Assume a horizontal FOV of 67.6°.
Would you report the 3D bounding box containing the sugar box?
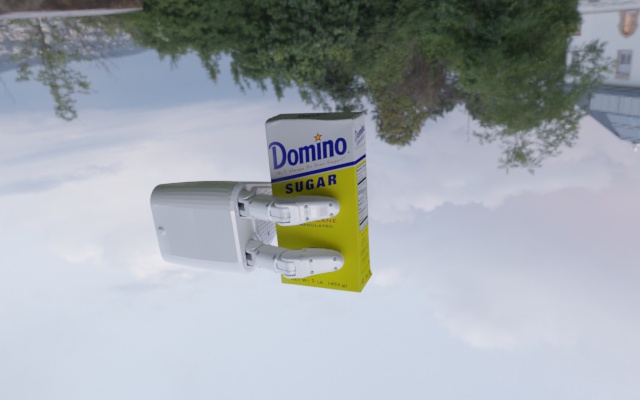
[{"bbox_3d":[0.000,0.002,0.482,0.093,0.176,0.048,2,21,22],"label":"sugar box"}]
